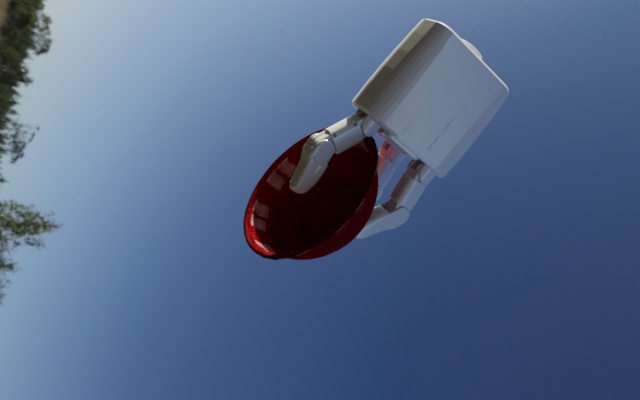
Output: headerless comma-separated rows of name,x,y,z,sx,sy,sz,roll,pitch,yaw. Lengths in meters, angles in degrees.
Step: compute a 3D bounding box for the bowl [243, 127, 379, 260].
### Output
bowl,-0.001,0.003,0.484,0.162,0.162,0.055,0,-35,43
